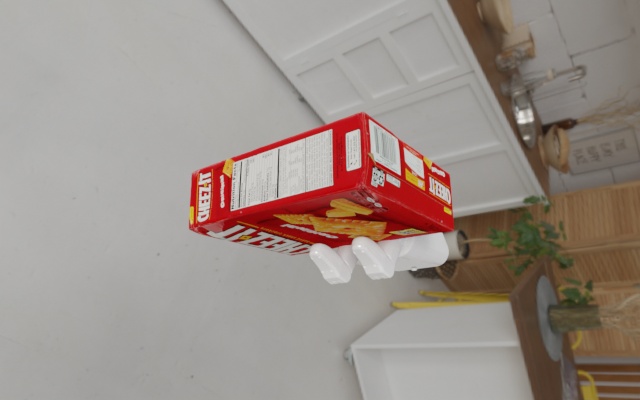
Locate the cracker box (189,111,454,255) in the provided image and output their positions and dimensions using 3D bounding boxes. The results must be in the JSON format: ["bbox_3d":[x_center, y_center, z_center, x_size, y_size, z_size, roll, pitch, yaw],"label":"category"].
[{"bbox_3d":[0.000,0.001,0.479,0.214,0.072,0.164,-14,-23,36],"label":"cracker box"}]
